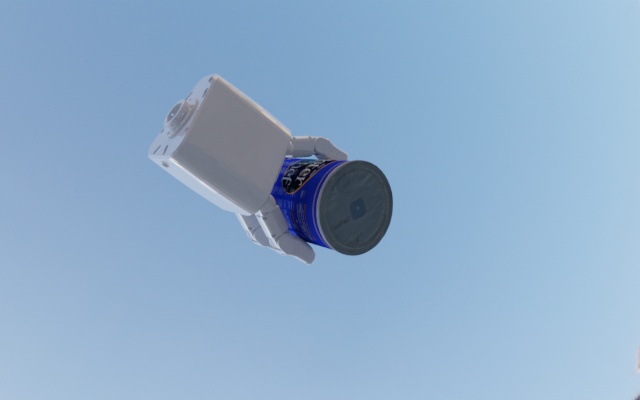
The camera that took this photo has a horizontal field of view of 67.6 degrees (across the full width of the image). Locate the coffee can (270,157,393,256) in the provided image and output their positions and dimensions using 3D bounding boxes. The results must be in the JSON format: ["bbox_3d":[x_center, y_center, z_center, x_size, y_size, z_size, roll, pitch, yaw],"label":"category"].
[{"bbox_3d":[0.000,0.002,0.562,0.103,0.103,0.140,0,5,-36],"label":"coffee can"}]
